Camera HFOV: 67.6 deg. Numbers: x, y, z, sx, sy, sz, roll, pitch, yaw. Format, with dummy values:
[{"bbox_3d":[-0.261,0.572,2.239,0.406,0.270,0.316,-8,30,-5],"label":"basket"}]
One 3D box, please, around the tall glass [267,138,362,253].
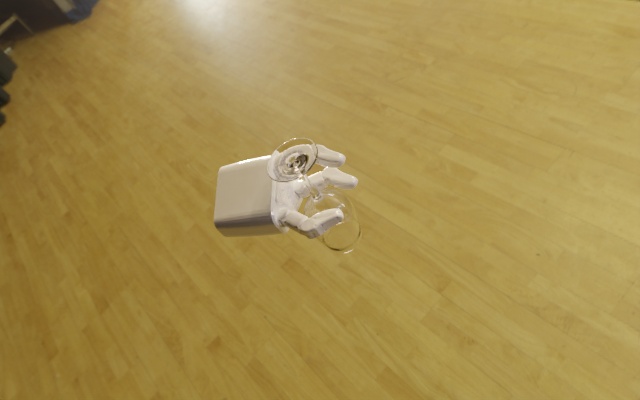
[{"bbox_3d":[0.000,0.002,0.697,0.079,0.079,0.201,0,-35,28],"label":"tall glass"}]
